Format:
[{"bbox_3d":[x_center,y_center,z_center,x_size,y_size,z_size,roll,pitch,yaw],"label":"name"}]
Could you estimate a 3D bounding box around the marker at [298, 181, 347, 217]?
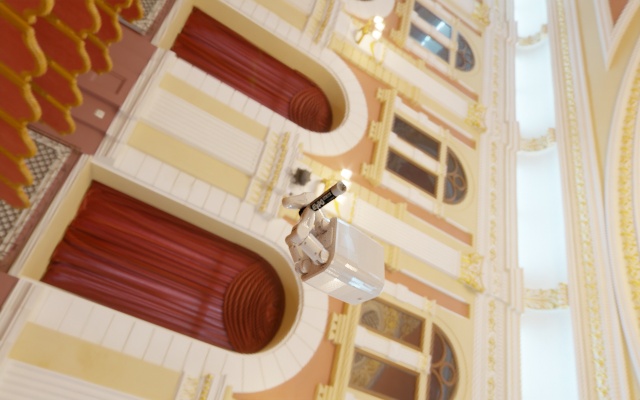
[{"bbox_3d":[0.000,0.002,0.737,0.020,0.020,0.121,0,-22,-34],"label":"marker"}]
